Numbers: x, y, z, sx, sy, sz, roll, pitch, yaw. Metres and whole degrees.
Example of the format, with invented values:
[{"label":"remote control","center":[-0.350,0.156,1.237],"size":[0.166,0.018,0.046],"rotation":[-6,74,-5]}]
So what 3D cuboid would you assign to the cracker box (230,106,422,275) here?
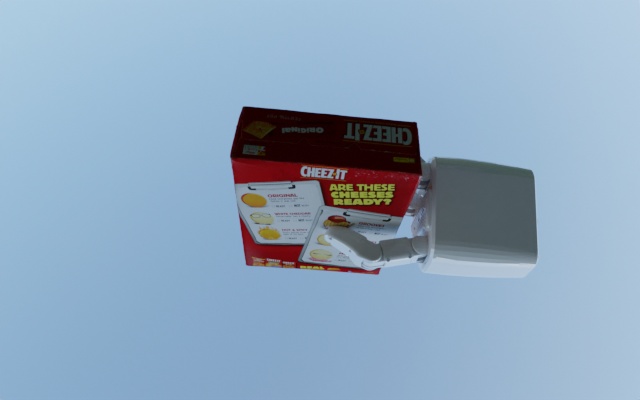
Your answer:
[{"label":"cracker box","center":[0.000,0.002,0.503],"size":[0.164,0.072,0.214],"rotation":[5,-33,-2]}]
